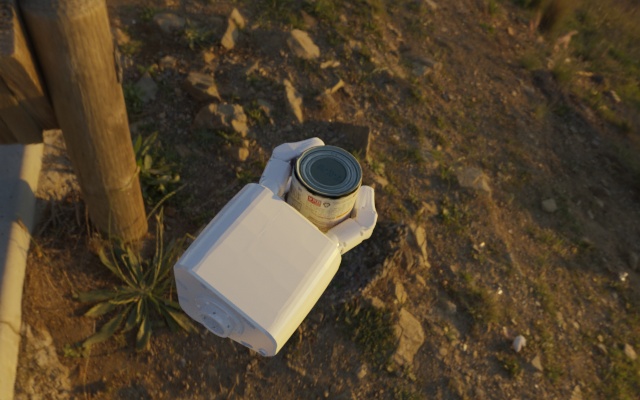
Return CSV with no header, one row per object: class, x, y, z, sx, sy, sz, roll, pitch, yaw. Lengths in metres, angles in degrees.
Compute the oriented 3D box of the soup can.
soup can,0.000,0.001,0.490,0.068,0.068,0.102,0,-38,-11
